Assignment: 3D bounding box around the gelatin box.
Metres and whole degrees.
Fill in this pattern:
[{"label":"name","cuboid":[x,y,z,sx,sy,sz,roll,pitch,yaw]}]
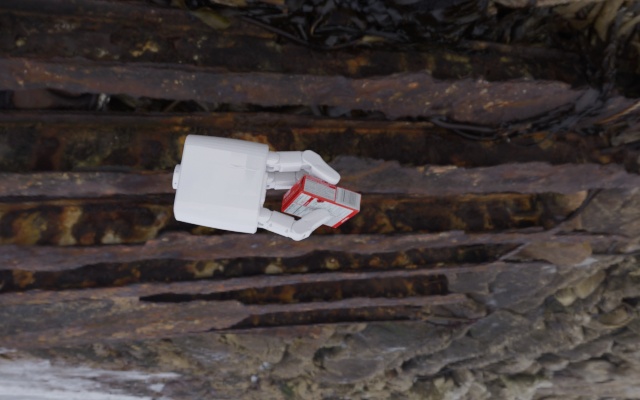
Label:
[{"label":"gelatin box","cuboid":[0.000,0.003,0.657,0.089,0.030,0.073,19,-28,-18]}]
